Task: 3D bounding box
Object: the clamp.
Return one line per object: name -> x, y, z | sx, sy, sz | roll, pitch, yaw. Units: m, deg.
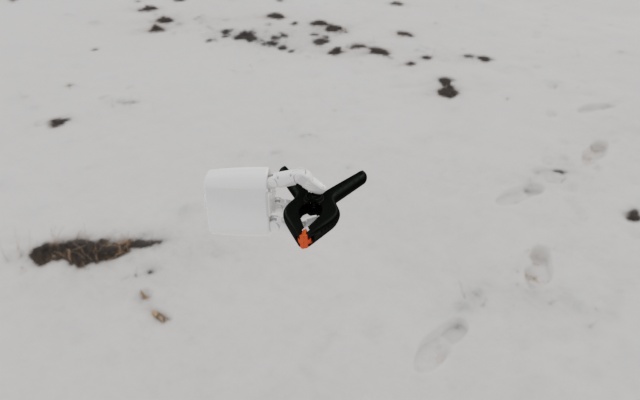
clamp -> 0.000, 0.002, 0.819 | 0.164, 0.036, 0.209 | -1, 36, 4
